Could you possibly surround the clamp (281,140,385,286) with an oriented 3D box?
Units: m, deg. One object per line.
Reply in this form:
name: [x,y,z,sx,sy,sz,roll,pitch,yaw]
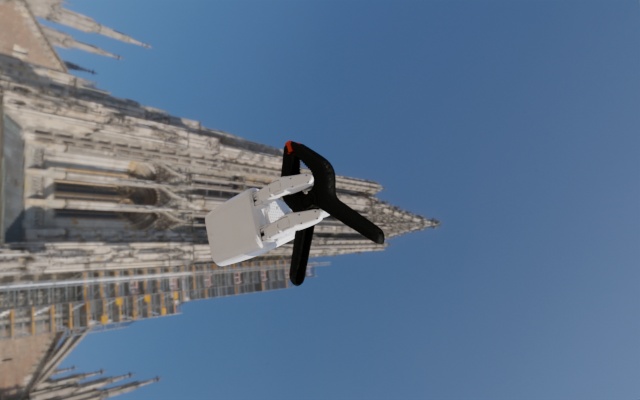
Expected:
clamp: [0.000,0.002,0.692,0.164,0.210,0.036,-23,-17,30]
